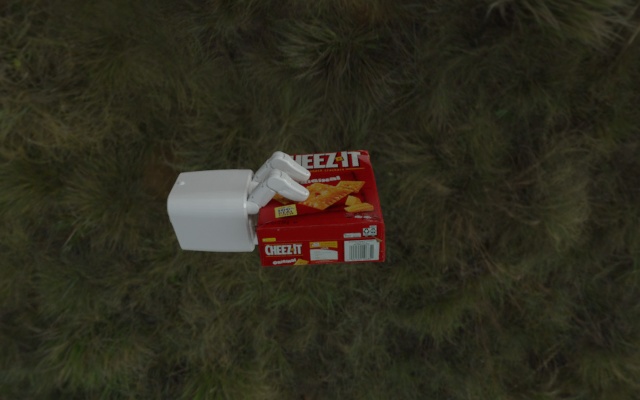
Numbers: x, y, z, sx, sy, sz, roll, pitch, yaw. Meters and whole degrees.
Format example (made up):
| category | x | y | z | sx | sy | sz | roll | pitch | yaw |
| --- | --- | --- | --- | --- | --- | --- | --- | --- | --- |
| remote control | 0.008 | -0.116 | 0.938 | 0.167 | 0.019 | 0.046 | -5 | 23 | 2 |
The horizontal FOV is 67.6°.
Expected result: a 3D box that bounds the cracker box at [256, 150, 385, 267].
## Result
| category | x | y | z | sx | sy | sz | roll | pitch | yaw |
| --- | --- | --- | --- | --- | --- | --- | --- | --- | --- |
| cracker box | 0.000 | 0.003 | 0.695 | 0.164 | 0.072 | 0.213 | -3 | 32 | 1 |
